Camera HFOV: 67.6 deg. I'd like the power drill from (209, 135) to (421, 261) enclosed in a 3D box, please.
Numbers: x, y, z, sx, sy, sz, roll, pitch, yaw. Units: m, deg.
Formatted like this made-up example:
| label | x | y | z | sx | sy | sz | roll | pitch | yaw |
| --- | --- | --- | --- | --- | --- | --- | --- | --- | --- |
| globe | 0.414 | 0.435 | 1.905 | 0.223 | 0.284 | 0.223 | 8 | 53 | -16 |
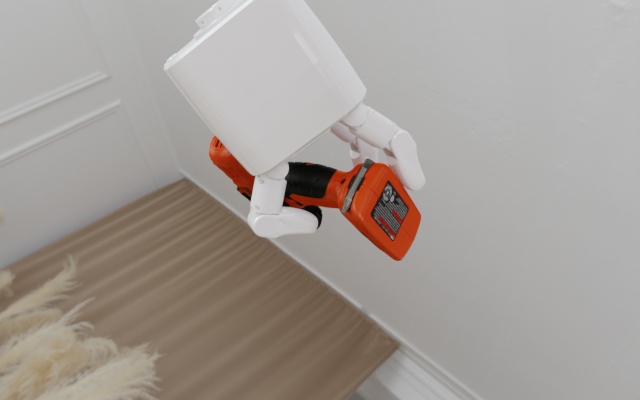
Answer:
| label | x | y | z | sx | sy | sz | roll | pitch | yaw |
| --- | --- | --- | --- | --- | --- | --- | --- | --- | --- |
| power drill | 0.000 | 0.001 | 0.475 | 0.187 | 0.057 | 0.184 | 14 | -18 | 37 |
